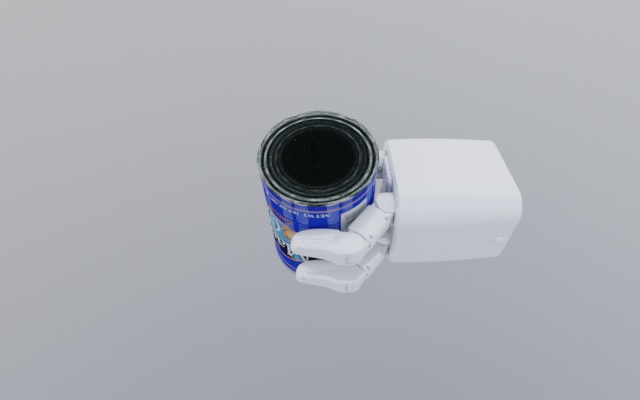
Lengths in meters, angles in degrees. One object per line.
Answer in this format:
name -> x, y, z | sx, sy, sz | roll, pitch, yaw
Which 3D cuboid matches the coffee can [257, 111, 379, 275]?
coffee can -> 0.000, 0.002, 0.454 | 0.103, 0.102, 0.140 | 0, -35, 2
